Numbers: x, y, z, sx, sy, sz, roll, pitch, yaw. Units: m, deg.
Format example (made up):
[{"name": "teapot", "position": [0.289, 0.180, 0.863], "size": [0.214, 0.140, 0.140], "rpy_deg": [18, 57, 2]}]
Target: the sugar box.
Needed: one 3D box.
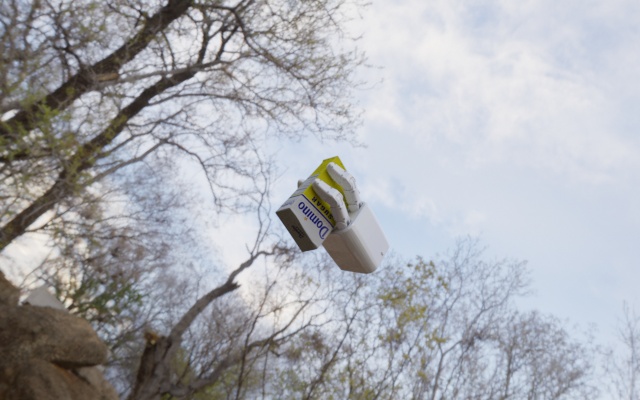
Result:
[{"name": "sugar box", "position": [0.001, 0.003, 0.872], "size": [0.048, 0.093, 0.176], "rpy_deg": [-16, 25, 40]}]
